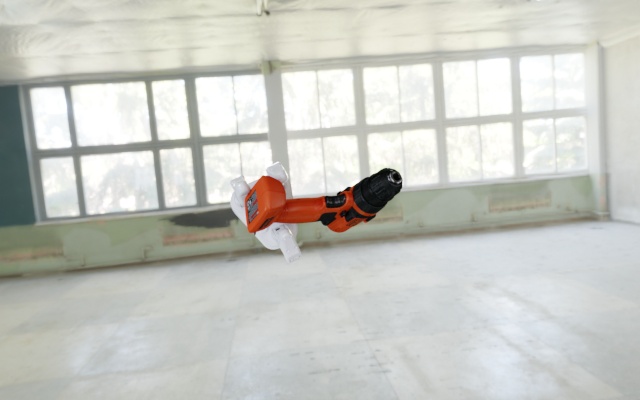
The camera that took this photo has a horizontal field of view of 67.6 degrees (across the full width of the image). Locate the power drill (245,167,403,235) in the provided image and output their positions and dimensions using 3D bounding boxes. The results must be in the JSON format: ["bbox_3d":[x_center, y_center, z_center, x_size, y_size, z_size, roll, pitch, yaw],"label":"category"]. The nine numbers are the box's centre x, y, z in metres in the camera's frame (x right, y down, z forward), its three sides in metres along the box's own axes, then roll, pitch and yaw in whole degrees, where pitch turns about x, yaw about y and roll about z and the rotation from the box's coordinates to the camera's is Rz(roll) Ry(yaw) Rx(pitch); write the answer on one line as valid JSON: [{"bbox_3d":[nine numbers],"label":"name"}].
[{"bbox_3d":[0.000,0.002,0.666,0.187,0.057,0.184,2,-23,-25],"label":"power drill"}]
